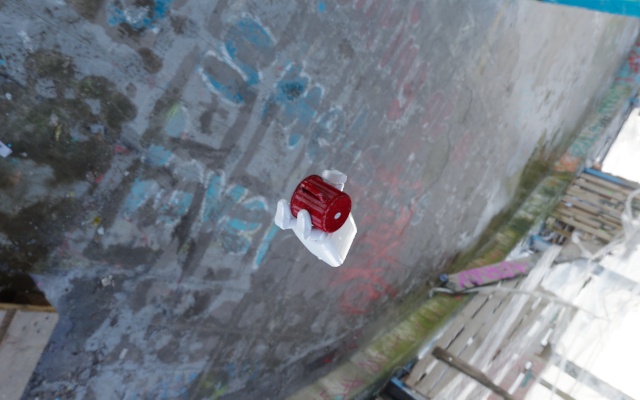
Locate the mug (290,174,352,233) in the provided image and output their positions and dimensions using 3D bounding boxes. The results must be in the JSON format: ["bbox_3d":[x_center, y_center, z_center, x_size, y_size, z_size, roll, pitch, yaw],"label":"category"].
[{"bbox_3d":[0.000,0.002,0.882,0.081,0.093,0.117,29,-18,34],"label":"mug"}]
